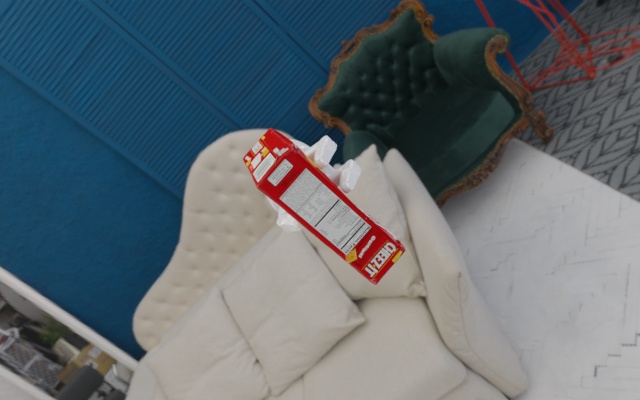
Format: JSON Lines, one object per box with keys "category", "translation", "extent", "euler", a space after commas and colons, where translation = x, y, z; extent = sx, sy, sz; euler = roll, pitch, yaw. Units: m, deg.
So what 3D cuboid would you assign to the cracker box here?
{"category": "cracker box", "translation": [0.000, 0.002, 0.662], "extent": [0.214, 0.072, 0.164], "euler": [41, 2, -22]}
